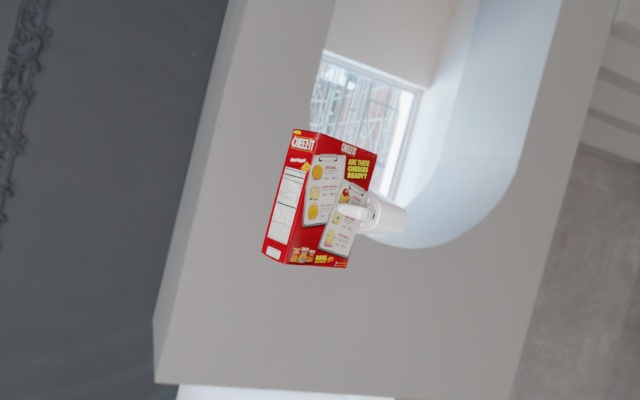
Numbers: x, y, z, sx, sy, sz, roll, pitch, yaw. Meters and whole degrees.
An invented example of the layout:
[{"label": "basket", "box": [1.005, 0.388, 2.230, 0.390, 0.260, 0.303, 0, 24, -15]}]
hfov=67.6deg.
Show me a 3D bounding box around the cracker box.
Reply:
[{"label": "cracker box", "box": [0.000, 0.003, 0.813, 0.072, 0.213, 0.164, 16, 3, 41]}]
